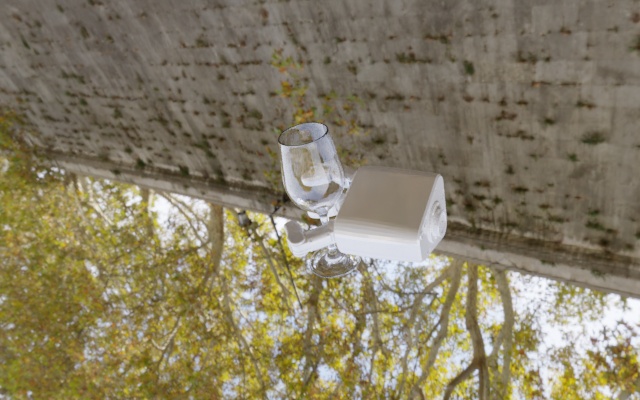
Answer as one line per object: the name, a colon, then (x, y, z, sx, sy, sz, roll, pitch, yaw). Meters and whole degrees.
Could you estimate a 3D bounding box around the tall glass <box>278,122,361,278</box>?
tall glass: (0.000, 0.003, 0.620, 0.079, 0.201, 0.079, -11, 33, 7)
